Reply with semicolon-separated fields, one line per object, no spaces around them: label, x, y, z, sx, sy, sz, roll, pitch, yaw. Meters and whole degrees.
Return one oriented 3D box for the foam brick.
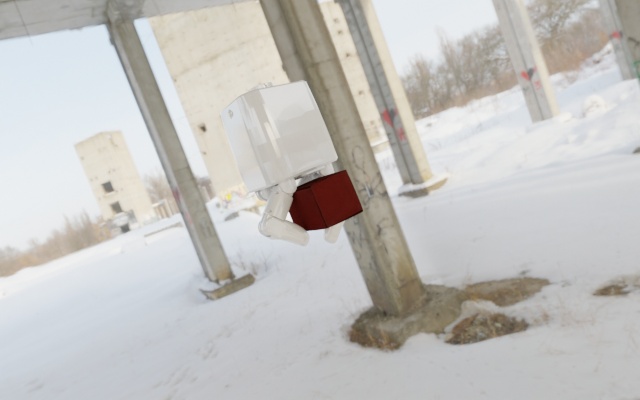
foam brick;0.000;0.002;0.549;0.053;0.051;0.078;-24;6;-29
